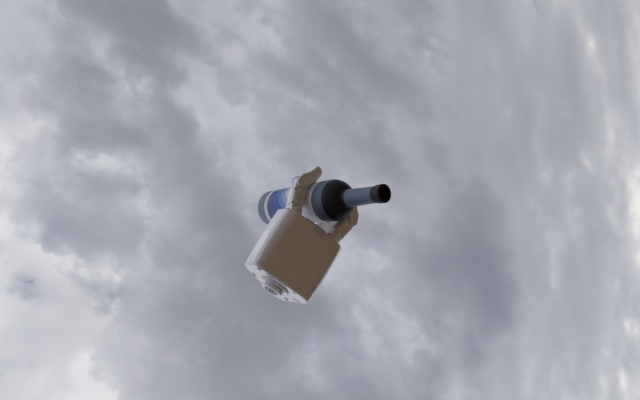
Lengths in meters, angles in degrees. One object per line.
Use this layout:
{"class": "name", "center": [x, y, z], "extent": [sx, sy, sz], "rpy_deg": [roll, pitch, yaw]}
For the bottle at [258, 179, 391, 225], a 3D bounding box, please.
{"class": "bottle", "center": [0.000, 0.003, 0.783], "extent": [0.069, 0.069, 0.296], "rpy_deg": [0, -5, -38]}
